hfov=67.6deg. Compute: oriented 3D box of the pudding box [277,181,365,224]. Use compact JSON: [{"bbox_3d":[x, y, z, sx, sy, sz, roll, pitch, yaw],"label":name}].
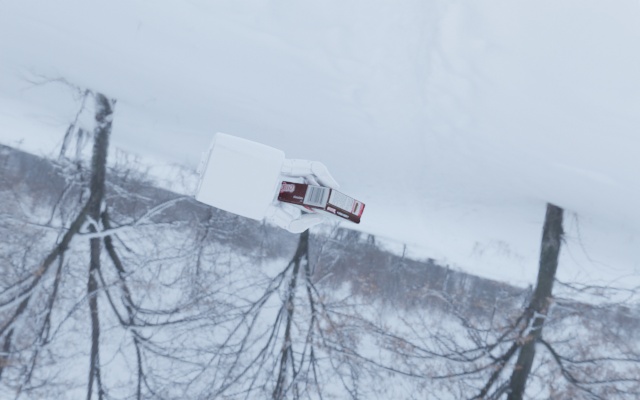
[{"bbox_3d":[0.000,0.003,0.764,0.113,0.039,0.090,13,-7,45],"label":"pudding box"}]
